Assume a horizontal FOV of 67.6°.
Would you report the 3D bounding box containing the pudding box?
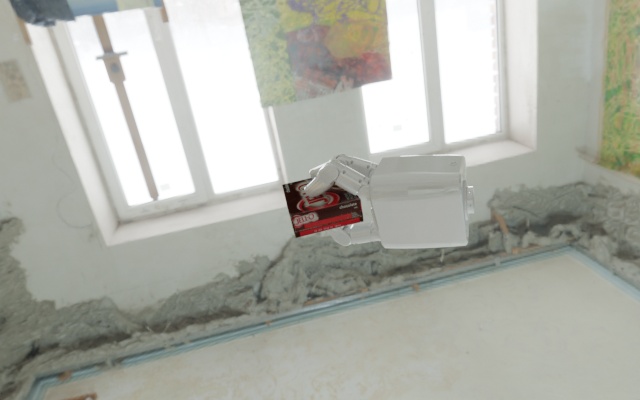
[{"bbox_3d":[0.000,0.002,0.632,0.090,0.039,0.113,-13,21,-5],"label":"pudding box"}]
